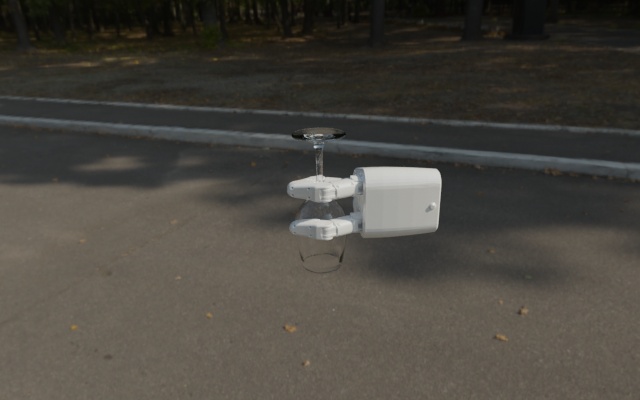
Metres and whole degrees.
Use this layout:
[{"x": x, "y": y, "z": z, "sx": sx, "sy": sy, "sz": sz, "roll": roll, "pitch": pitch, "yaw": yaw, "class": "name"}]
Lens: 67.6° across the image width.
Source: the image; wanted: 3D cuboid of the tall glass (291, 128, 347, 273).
[{"x": 0.000, "y": 0.002, "z": 0.685, "sx": 0.079, "sy": 0.201, "sz": 0.079, "roll": -1, "pitch": 22, "yaw": 0, "class": "tall glass"}]
